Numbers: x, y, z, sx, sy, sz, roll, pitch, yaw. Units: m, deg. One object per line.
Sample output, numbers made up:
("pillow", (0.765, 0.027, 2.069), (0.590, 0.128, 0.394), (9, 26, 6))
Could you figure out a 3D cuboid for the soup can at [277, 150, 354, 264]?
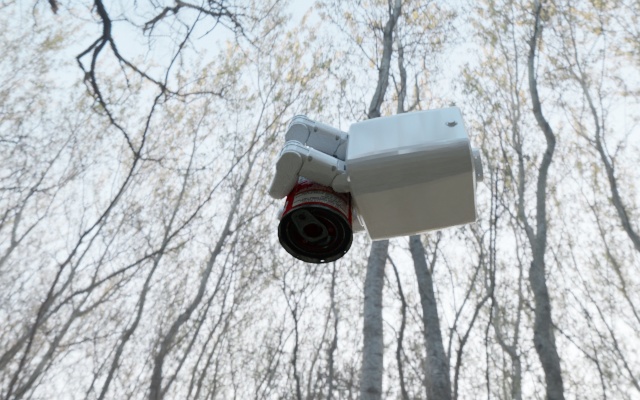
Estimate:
("soup can", (0.000, 0.002, 0.461), (0.068, 0.069, 0.102), (0, 37, 7))
